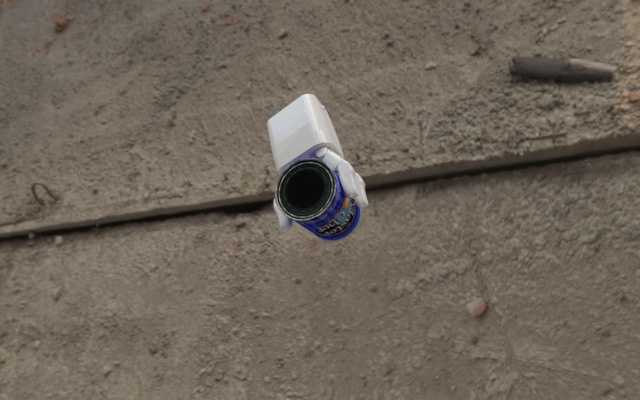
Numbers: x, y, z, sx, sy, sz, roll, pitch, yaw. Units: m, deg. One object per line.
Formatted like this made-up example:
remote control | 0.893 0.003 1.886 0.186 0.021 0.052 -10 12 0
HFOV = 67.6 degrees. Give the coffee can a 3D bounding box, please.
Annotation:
coffee can | 0.000 0.003 0.793 0.103 0.102 0.140 0 -17 22
